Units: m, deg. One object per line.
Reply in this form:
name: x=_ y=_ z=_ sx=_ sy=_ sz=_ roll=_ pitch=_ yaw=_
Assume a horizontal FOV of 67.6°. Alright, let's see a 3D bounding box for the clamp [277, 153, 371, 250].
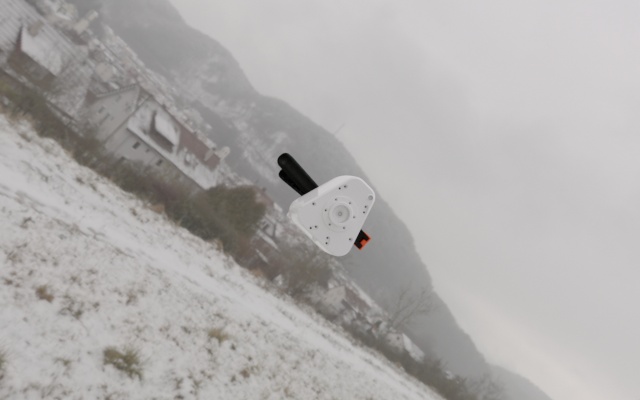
clamp: x=0.001 y=0.002 z=0.827 sx=0.210 sy=0.036 sz=0.164 roll=44 pitch=-5 yaw=-7
